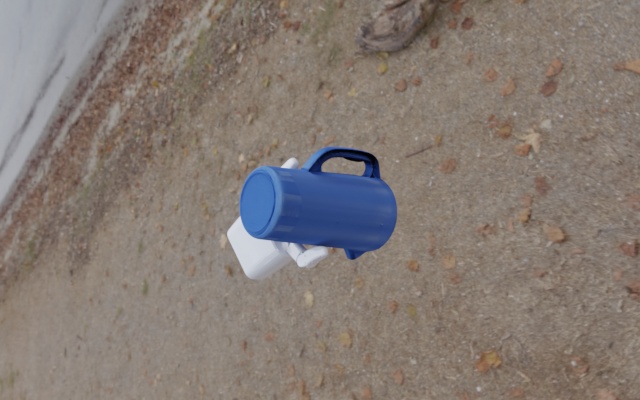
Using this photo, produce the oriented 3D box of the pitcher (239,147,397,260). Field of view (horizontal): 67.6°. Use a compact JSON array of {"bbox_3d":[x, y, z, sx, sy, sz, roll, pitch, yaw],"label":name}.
[{"bbox_3d":[0.000,0.003,0.765,0.243,0.149,0.145,7,-36,-41],"label":"pitcher"}]
